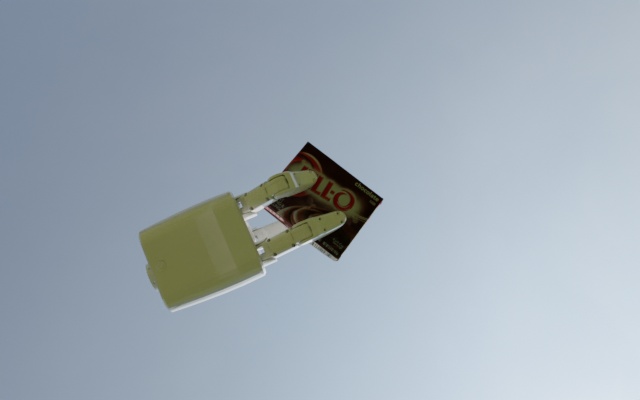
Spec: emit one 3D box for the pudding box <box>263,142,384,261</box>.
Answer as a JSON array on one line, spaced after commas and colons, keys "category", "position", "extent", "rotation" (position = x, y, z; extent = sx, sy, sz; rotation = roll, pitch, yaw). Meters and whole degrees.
[{"category": "pudding box", "position": [0.000, 0.002, 0.548], "extent": [0.113, 0.090, 0.039], "rotation": [38, -15, 1]}]
